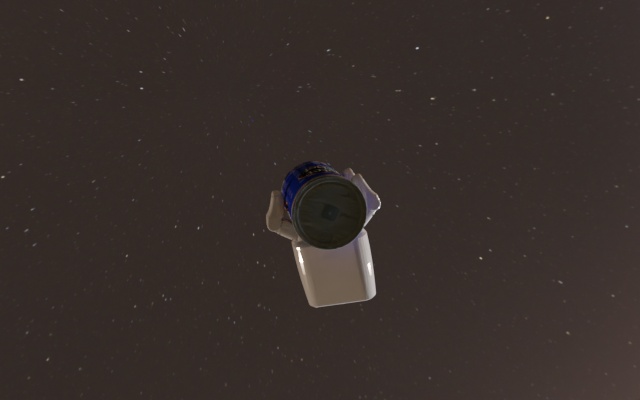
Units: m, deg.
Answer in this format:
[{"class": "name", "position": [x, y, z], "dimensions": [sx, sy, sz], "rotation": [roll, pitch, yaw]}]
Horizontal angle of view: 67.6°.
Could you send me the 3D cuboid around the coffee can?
[{"class": "coffee can", "position": [0.000, 0.002, 0.698], "dimensions": [0.103, 0.103, 0.140], "rotation": [0, 12, -11]}]
